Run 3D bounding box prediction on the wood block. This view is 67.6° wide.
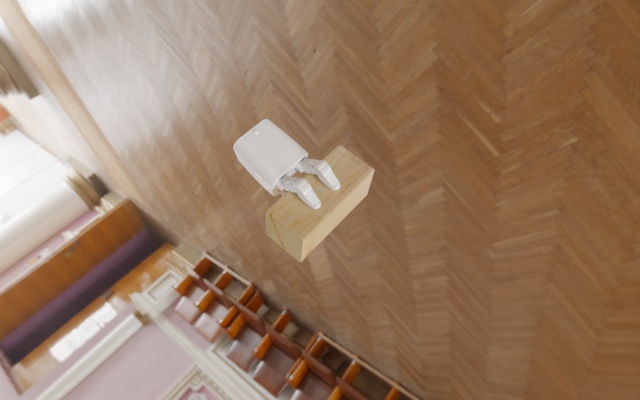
[{"bbox_3d":[0.000,0.003,0.900,0.090,0.206,0.091,38,-28,16],"label":"wood block"}]
